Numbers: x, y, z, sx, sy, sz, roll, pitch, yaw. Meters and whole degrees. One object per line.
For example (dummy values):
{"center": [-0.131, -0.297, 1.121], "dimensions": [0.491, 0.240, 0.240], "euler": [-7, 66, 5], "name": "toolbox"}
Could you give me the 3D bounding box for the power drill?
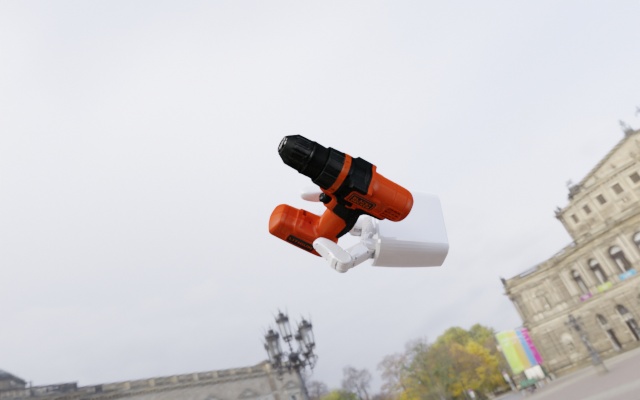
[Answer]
{"center": [0.000, 0.002, 0.632], "dimensions": [0.184, 0.057, 0.188], "euler": [28, -35, -16], "name": "power drill"}
